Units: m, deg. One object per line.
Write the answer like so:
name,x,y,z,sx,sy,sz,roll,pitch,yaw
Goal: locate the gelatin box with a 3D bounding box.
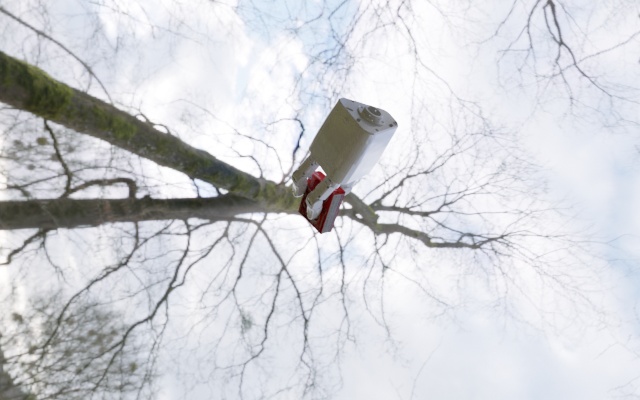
gelatin box,0.000,0.003,0.846,0.030,0.089,0.073,-9,39,-38
